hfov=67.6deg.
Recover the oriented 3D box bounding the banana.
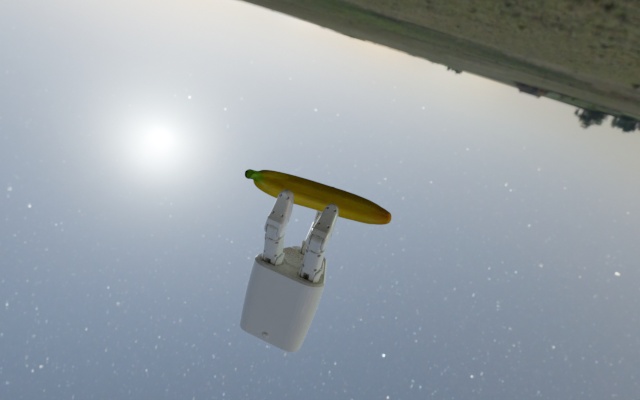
[{"bbox_3d":[-0.005,-0.003,0.632,0.198,0.037,0.069,16,12,-10],"label":"banana"}]
